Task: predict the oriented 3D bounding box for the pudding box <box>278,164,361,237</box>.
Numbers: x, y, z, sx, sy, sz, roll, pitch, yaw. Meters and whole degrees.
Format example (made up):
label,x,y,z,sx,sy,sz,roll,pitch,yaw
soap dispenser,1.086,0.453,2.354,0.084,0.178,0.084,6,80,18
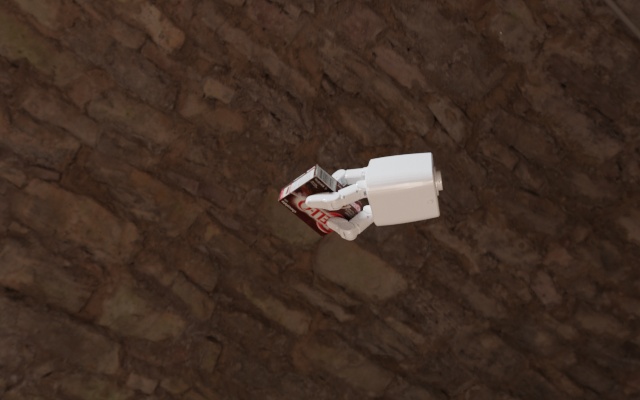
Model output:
label,x,y,z,sx,sy,sz,roll,pitch,yaw
pudding box,0.000,0.003,0.809,0.090,0.039,0.113,-33,-62,31
